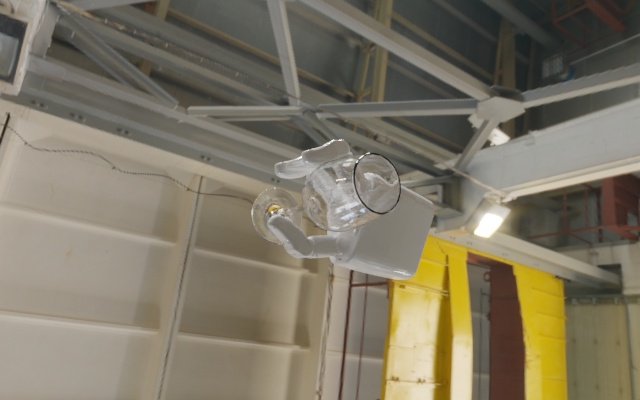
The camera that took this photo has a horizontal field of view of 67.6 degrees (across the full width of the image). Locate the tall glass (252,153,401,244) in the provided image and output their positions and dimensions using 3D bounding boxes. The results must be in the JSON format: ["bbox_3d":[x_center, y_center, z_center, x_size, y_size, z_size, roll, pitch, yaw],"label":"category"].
[{"bbox_3d":[0.000,0.002,0.543,0.079,0.079,0.201,0,-11,-35],"label":"tall glass"}]
